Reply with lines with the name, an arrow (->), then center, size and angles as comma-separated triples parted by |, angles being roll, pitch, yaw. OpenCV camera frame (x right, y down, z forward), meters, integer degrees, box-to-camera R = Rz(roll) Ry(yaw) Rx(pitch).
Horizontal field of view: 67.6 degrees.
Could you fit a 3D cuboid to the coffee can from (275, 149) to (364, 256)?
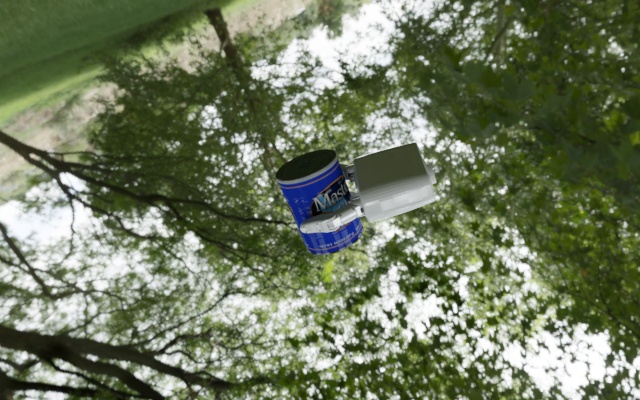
coffee can -> 0.000, 0.002, 0.772 | 0.103, 0.140, 0.102 | -18, 24, 8
